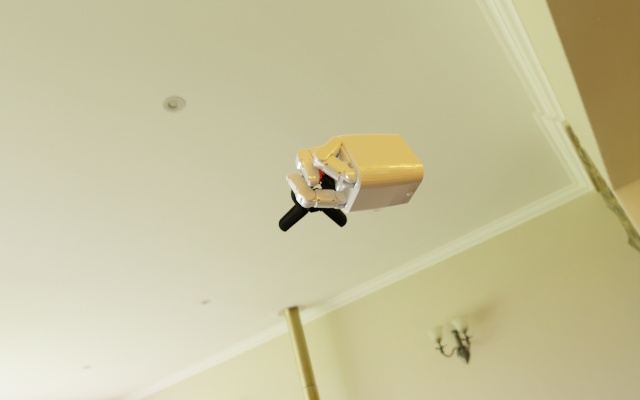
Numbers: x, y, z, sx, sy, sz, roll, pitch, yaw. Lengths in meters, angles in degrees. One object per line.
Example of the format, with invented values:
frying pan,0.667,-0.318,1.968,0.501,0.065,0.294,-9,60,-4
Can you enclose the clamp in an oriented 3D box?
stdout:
clamp,0.000,0.002,0.788,0.120,0.039,0.172,-5,-30,-17
